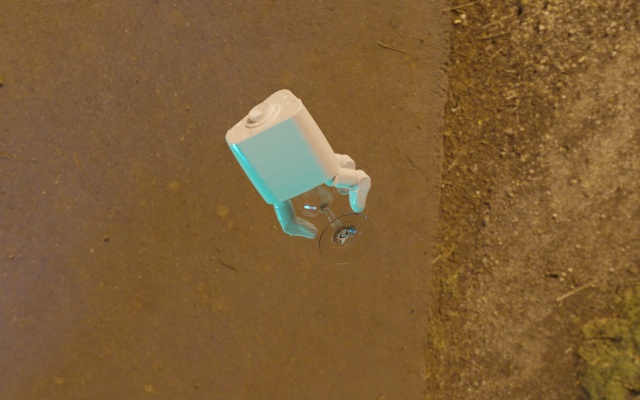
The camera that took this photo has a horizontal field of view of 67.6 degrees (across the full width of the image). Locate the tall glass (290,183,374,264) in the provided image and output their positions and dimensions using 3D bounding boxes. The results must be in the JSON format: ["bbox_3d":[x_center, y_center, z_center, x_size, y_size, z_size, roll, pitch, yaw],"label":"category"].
[{"bbox_3d":[0.000,0.003,0.675,0.079,0.079,0.201,0,27,-22],"label":"tall glass"}]
